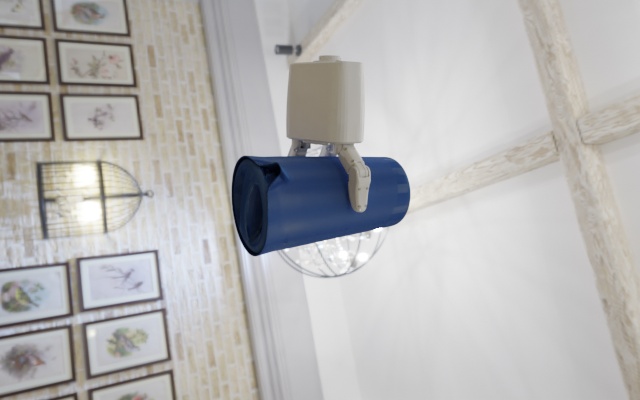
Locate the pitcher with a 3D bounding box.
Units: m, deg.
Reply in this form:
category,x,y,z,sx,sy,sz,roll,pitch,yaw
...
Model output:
category,x,y,z,sx,sy,sz,roll,pitch,yaw
pitcher,0.000,0.002,0.689,0.243,0.145,0.149,-6,13,-29
